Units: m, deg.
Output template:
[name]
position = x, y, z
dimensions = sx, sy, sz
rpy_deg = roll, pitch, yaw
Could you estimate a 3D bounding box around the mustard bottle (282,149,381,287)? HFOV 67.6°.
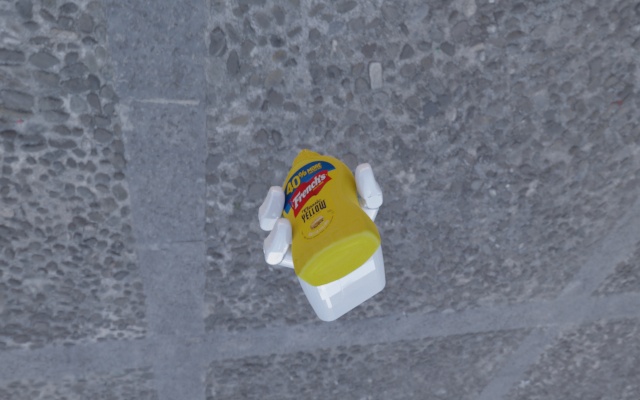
[mustard bottle]
position = 0.000, 0.002, 0.564
dimensions = 0.096, 0.191, 0.058
rpy_deg = -36, -49, 17
